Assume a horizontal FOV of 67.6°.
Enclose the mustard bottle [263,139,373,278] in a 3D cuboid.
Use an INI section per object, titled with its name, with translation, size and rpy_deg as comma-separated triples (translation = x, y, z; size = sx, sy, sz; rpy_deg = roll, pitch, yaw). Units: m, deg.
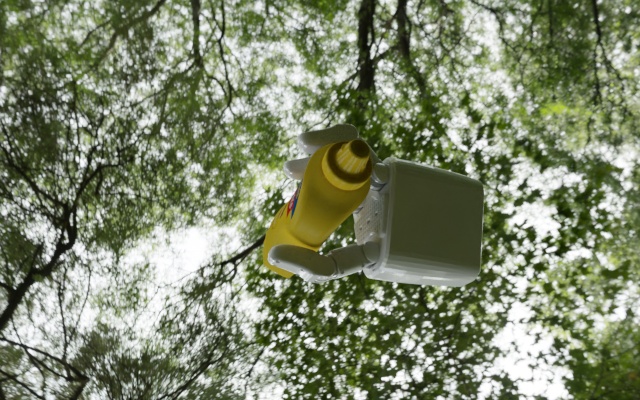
[mustard bottle]
translation = 0.000, 0.001, 0.447
size = 0.058, 0.096, 0.192
rpy_deg = 31, -32, -4
